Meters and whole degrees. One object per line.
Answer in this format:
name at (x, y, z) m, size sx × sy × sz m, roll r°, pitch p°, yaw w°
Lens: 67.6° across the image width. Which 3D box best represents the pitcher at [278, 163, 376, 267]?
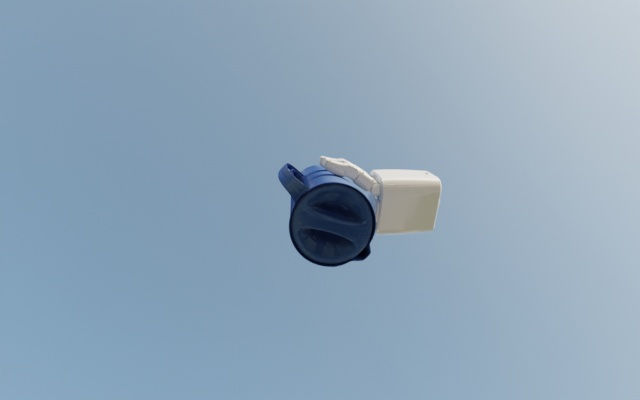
pitcher at (0.000, 0.003, 0.825) m, size 0.145 × 0.149 × 0.242 m, roll -2°, pitch 14°, yaw -6°
